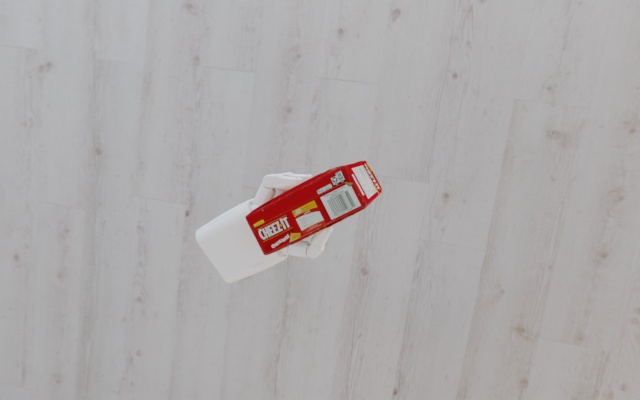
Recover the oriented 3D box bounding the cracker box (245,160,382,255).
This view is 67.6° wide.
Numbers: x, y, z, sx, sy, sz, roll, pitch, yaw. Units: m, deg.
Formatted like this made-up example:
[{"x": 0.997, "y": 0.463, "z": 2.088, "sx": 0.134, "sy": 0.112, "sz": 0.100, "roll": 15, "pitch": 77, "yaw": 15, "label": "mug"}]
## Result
[{"x": 0.000, "y": 0.003, "z": 0.743, "sx": 0.164, "sy": 0.072, "sz": 0.213, "roll": -27, "pitch": 0, "yaw": 14, "label": "cracker box"}]
